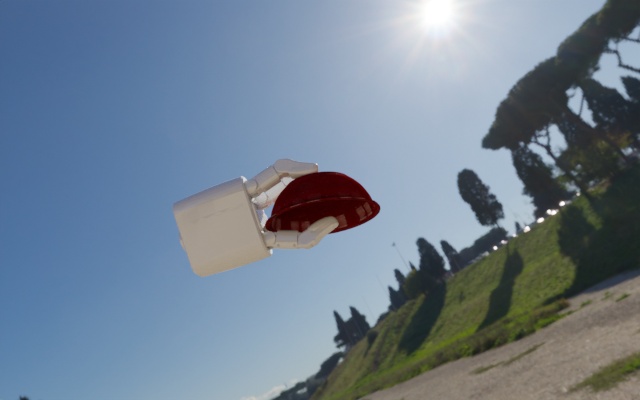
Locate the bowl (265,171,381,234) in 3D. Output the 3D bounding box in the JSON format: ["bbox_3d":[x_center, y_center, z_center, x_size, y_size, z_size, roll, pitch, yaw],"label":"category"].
[{"bbox_3d":[0.001,0.002,0.670,0.162,0.055,0.162,-8,-19,-3],"label":"bowl"}]
